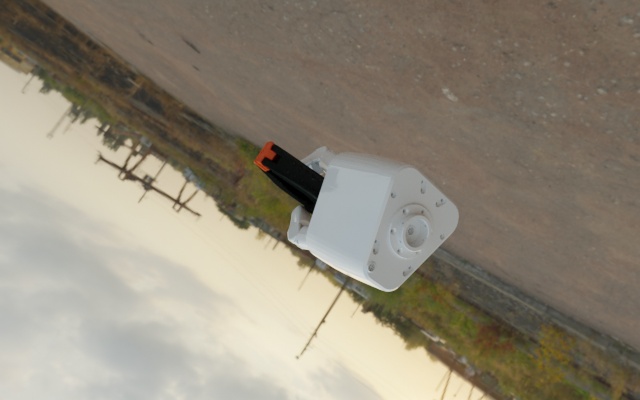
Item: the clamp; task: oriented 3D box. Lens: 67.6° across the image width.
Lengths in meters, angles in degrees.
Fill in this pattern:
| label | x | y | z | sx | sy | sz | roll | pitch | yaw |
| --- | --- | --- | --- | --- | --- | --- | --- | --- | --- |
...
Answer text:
| label | x | y | z | sx | sy | sz | roll | pitch | yaw |
| --- | --- | --- | --- | --- | --- | --- | --- | --- | --- |
| clamp | -0.001 | 0.002 | 0.572 | 0.210 | 0.036 | 0.164 | 38 | -12 | -28 |
